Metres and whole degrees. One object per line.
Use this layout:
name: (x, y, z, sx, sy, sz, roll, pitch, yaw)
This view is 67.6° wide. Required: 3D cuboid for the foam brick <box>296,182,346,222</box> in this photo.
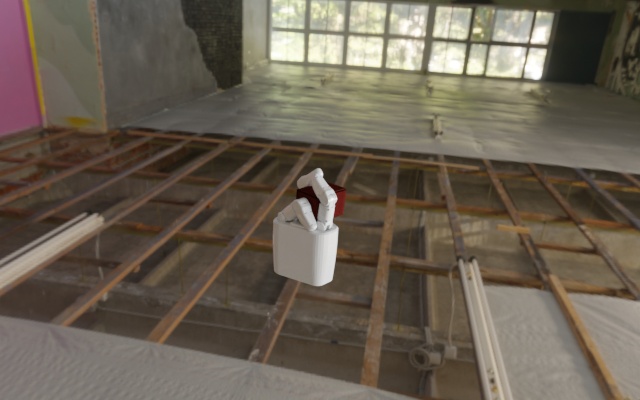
foam brick: (0.000, 0.003, 0.857, 0.053, 0.051, 0.078, 22, 27, 40)
